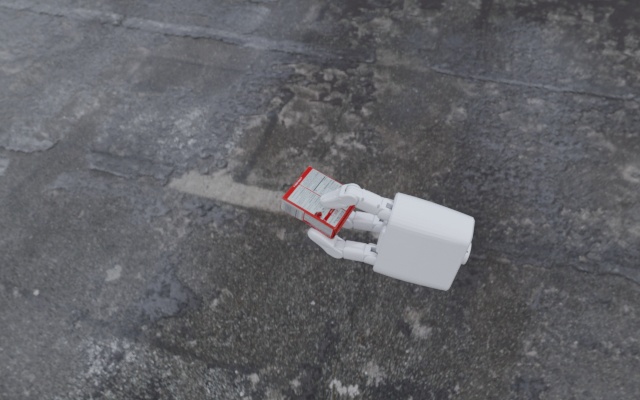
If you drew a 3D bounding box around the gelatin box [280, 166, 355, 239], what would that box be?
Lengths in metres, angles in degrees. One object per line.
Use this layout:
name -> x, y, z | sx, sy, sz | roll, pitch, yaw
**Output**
gelatin box -> 0.000, 0.002, 0.669 | 0.089, 0.073, 0.030 | 30, -35, 11
